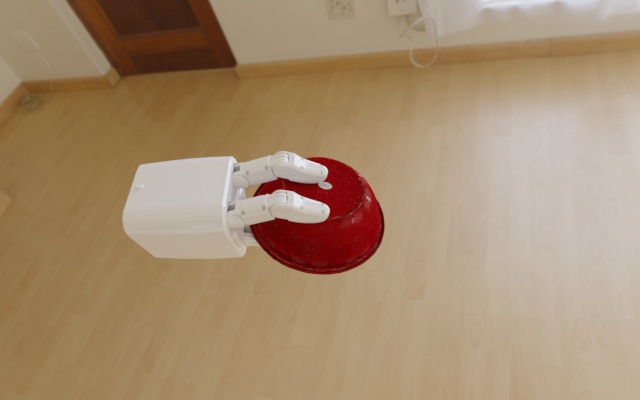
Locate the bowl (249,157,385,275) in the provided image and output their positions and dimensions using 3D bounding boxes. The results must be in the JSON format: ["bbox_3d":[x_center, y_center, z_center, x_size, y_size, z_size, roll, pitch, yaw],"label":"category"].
[{"bbox_3d":[0.001,0.001,0.543,0.162,0.162,0.055,0,-40,-11],"label":"bowl"}]
